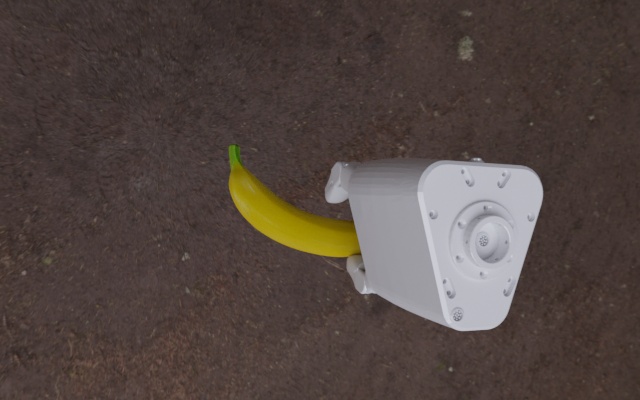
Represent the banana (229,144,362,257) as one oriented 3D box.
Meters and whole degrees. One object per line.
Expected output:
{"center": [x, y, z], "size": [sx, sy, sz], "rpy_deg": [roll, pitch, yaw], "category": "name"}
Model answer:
{"center": [-0.010, 0.017, 0.468], "size": [0.198, 0.069, 0.037], "rpy_deg": [27, -10, -15], "category": "banana"}
